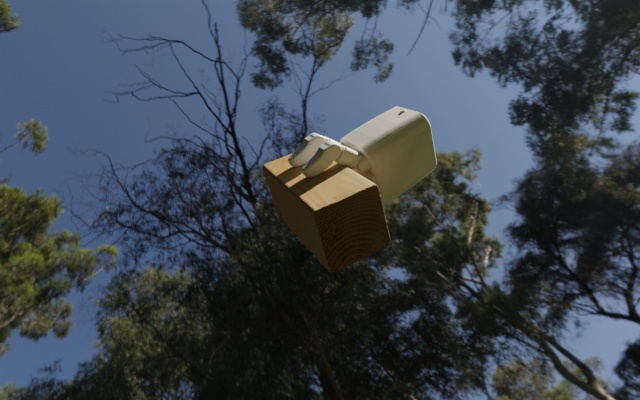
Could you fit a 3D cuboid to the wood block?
[{"bbox_3d":[0.000,0.002,0.663,0.090,0.091,0.206,-24,26,-15],"label":"wood block"}]
